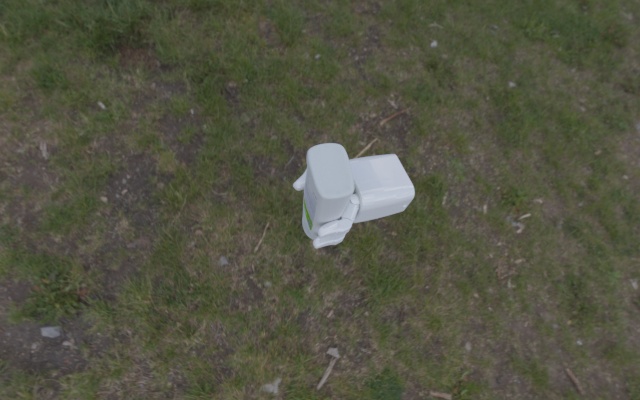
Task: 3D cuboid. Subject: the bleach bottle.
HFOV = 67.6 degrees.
[{"bbox_3d":[0.000,0.003,0.863,0.068,0.102,0.251,-9,-22,-13],"label":"bleach bottle"}]
